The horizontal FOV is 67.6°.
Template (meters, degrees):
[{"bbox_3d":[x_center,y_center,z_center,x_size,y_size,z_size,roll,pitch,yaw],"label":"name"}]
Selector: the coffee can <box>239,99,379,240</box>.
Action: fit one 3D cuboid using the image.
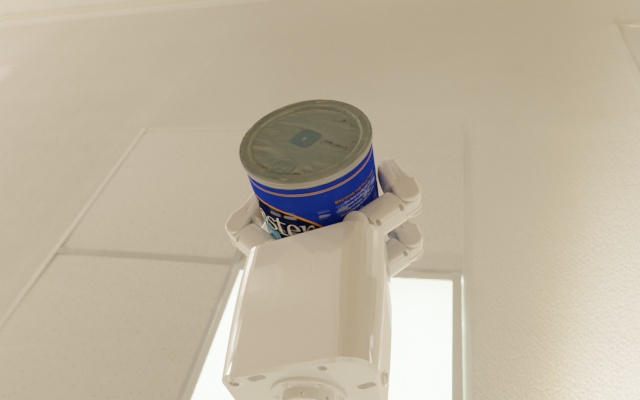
[{"bbox_3d":[0.000,0.001,0.408,0.103,0.140,0.102,-7,44,7],"label":"coffee can"}]
